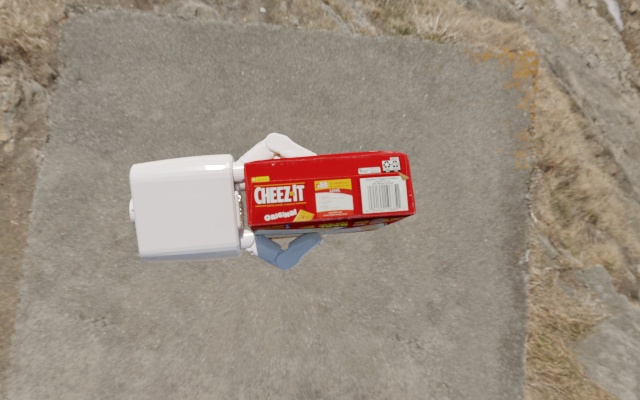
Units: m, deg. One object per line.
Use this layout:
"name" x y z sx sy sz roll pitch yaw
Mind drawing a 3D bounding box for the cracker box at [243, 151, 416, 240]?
"cracker box" 0.000 0.002 0.558 0.164 0.072 0.214 -5 -7 -6
